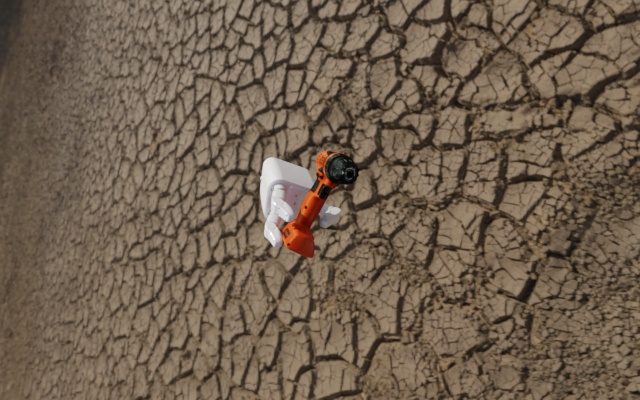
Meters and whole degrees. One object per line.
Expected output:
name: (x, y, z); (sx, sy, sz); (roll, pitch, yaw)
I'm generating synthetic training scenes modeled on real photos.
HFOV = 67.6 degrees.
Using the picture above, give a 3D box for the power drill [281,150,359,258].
power drill: (0.000, 0.003, 0.836); (0.057, 0.187, 0.184); (27, 5, -12)
